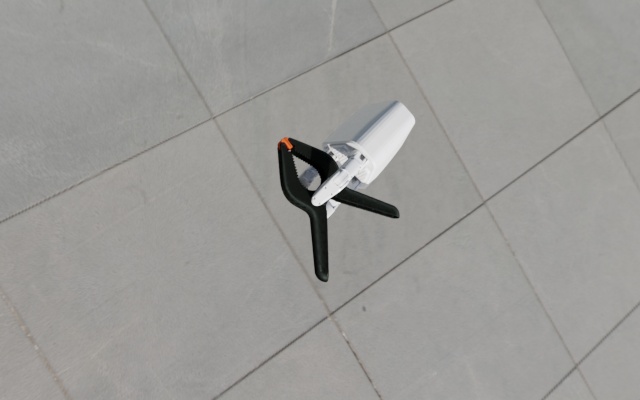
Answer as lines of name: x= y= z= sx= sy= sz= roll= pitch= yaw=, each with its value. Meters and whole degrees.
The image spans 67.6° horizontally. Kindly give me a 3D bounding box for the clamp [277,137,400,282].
clamp: x=0.000 y=0.002 z=0.699 sx=0.164 sy=0.210 sz=0.036 roll=-46 pitch=8 yaw=-20
